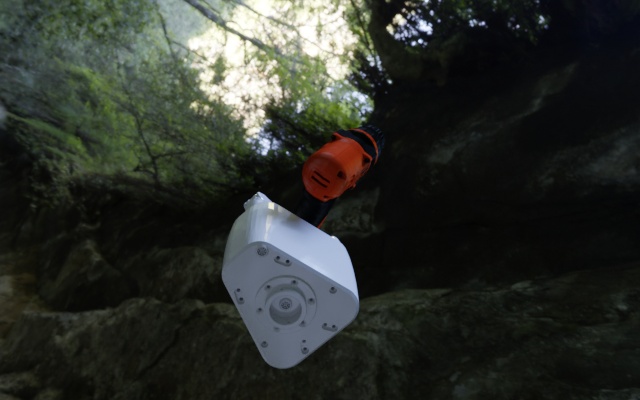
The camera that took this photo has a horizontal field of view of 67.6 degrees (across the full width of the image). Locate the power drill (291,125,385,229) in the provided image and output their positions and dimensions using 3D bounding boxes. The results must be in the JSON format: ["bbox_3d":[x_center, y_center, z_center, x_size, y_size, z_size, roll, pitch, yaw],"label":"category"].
[{"bbox_3d":[0.000,0.002,0.546,0.057,0.188,0.184,35,27,9],"label":"power drill"}]
